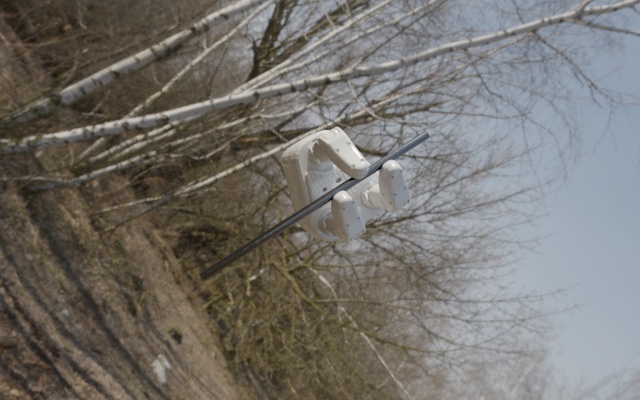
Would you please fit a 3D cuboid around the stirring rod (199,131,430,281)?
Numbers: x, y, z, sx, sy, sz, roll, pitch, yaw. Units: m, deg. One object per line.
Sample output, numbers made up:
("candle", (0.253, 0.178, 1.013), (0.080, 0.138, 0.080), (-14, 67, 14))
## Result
("stirring rod", (0.000, 0.001, 0.423), (0.239, 0.011, 0.011), (-32, 7, -12))
